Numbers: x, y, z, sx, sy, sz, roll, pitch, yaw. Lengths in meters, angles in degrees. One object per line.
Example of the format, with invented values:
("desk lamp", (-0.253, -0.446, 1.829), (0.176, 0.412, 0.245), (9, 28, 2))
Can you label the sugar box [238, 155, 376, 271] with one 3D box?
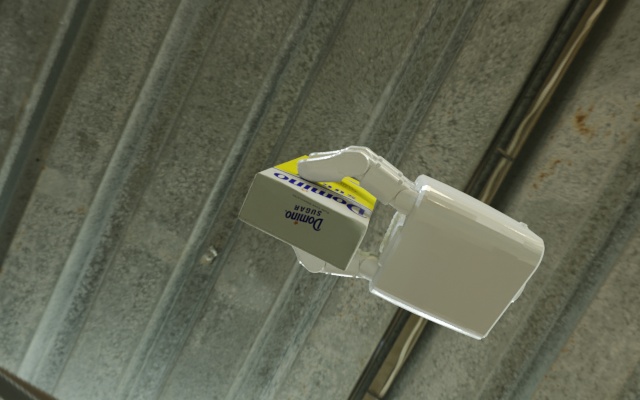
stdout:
("sugar box", (0.000, 0.001, 0.433), (0.093, 0.048, 0.176), (26, 10, 4))
